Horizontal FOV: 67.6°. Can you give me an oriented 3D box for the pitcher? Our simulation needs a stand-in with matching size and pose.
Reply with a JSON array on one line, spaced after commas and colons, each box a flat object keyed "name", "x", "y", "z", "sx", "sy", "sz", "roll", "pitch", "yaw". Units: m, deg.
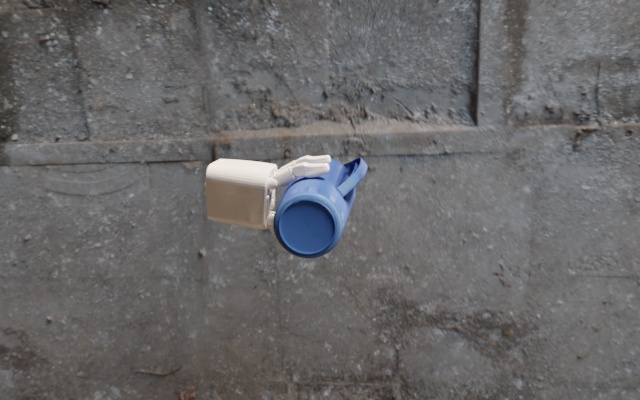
[{"name": "pitcher", "x": 0.000, "y": 0.003, "z": 0.834, "sx": 0.145, "sy": 0.149, "sz": 0.242, "roll": 9, "pitch": 16, "yaw": 3}]
